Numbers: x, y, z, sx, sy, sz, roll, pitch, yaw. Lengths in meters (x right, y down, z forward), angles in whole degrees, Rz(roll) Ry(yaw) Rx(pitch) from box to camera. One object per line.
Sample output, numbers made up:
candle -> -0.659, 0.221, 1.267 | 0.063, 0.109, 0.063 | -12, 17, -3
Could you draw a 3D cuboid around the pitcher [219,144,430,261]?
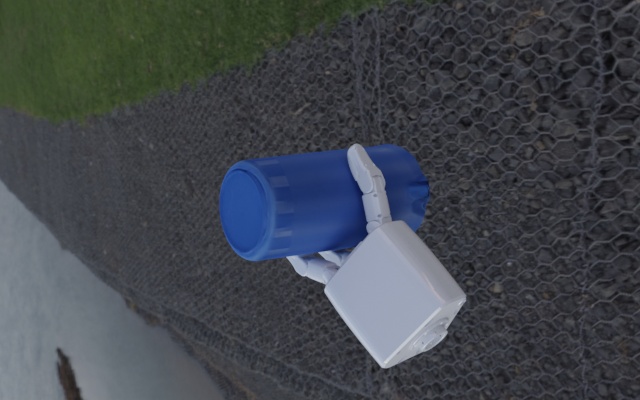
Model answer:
pitcher -> 0.000, 0.002, 0.586 | 0.243, 0.149, 0.145 | -7, 47, -41
